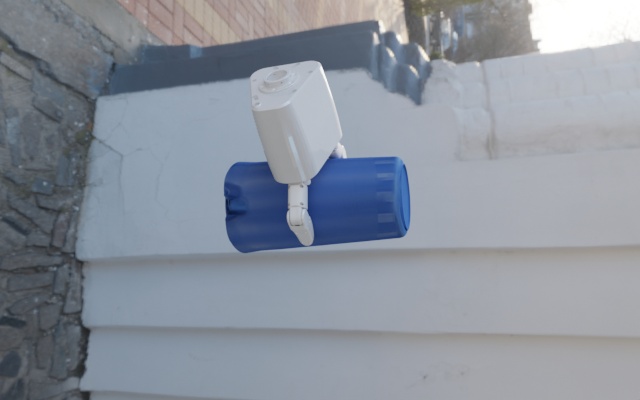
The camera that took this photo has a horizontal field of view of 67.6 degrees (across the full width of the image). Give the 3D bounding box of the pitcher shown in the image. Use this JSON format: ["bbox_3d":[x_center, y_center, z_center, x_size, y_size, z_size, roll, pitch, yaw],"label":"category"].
[{"bbox_3d":[0.000,0.002,0.672,0.243,0.145,0.149,-4,42,17],"label":"pitcher"}]
